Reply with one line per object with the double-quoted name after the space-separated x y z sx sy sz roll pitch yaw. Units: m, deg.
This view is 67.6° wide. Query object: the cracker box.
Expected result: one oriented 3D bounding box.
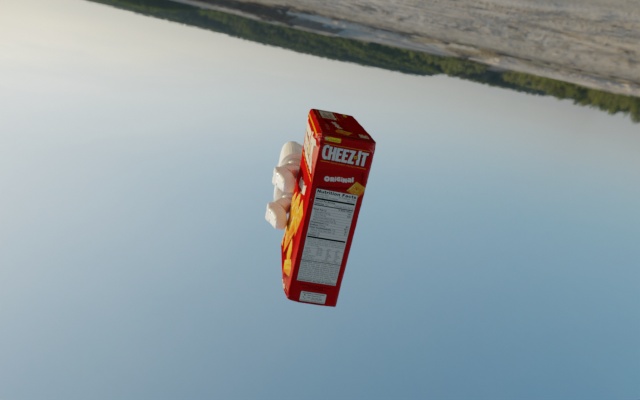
0.000 0.002 0.621 0.072 0.214 0.164 9 19 -9 "cracker box"
